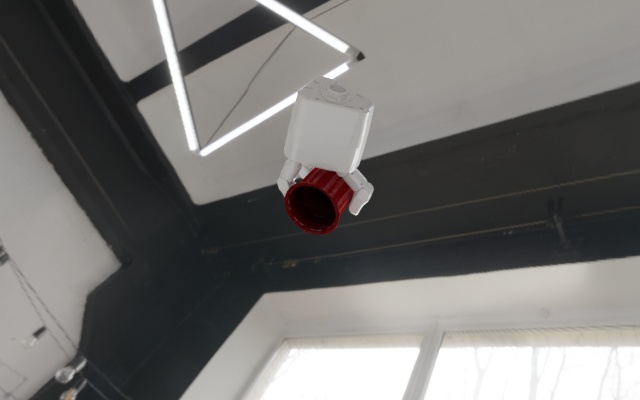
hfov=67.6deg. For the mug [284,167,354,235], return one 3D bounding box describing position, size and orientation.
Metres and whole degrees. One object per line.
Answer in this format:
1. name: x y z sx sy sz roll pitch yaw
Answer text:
1. mug: 0.000 0.004 0.764 0.093 0.117 0.081 26 39 12
